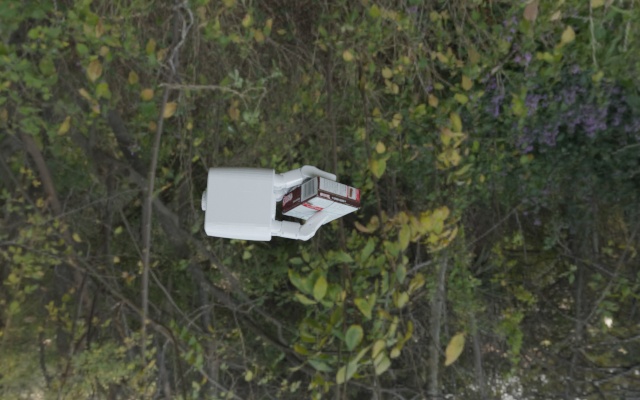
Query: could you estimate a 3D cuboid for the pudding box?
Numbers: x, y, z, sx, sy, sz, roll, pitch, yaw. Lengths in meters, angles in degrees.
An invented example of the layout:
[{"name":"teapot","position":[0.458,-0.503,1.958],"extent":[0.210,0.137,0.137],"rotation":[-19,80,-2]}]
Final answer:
[{"name":"pudding box","position":[0.000,0.003,0.809],"extent":[0.090,0.039,0.113],"rotation":[15,-23,-31]}]
